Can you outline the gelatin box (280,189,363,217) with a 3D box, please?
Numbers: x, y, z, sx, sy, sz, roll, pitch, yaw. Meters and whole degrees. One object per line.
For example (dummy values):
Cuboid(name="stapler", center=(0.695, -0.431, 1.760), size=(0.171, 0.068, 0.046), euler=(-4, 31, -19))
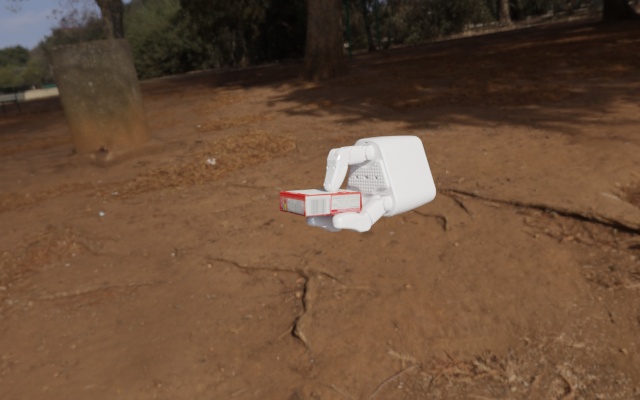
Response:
Cuboid(name="gelatin box", center=(0.000, 0.002, 0.642), size=(0.089, 0.030, 0.073), euler=(-4, 7, -31))
